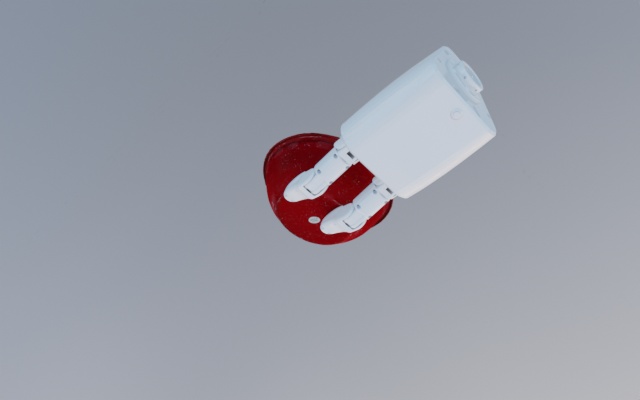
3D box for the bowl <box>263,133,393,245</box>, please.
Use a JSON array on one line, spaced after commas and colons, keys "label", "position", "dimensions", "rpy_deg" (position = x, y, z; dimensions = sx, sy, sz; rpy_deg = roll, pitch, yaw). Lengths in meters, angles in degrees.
[{"label": "bowl", "position": [-0.001, 0.003, 0.554], "dimensions": [0.162, 0.055, 0.162], "rpy_deg": [12, -41, 11]}]
